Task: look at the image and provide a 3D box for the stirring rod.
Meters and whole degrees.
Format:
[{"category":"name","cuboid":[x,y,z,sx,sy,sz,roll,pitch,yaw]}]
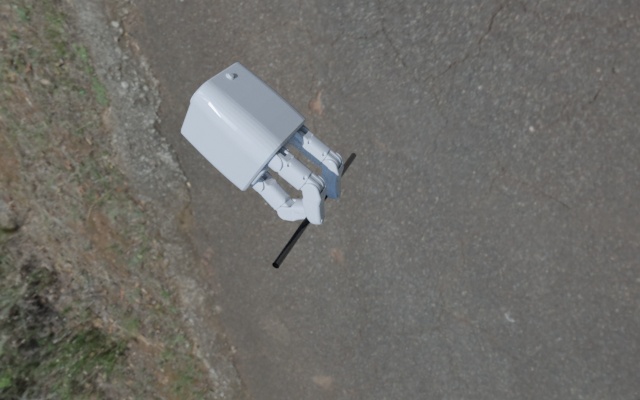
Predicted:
[{"category":"stirring rod","cuboid":[0.000,0.002,0.584,0.011,0.011,0.239,0,33,28]}]
